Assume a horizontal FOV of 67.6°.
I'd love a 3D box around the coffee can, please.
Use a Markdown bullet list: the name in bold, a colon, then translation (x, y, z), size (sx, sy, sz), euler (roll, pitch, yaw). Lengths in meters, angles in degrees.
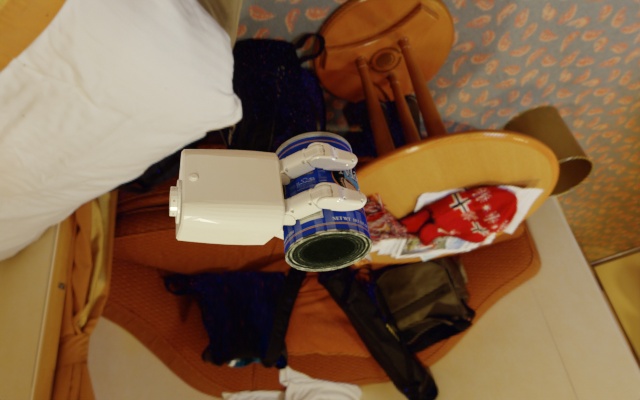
- **coffee can**: translation (0.000, 0.002, 0.586), size (0.103, 0.140, 0.103), euler (-7, -31, -4)
